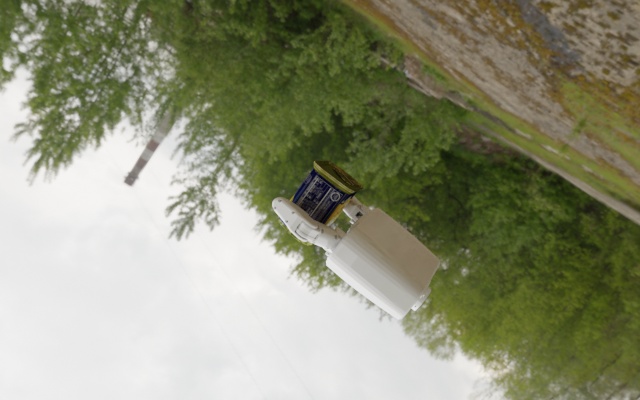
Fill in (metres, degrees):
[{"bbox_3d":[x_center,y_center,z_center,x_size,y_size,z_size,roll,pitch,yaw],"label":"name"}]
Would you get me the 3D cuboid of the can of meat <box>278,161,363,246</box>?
[{"bbox_3d":[0.000,0.002,0.579,0.057,0.084,0.102,38,12,8],"label":"can of meat"}]
